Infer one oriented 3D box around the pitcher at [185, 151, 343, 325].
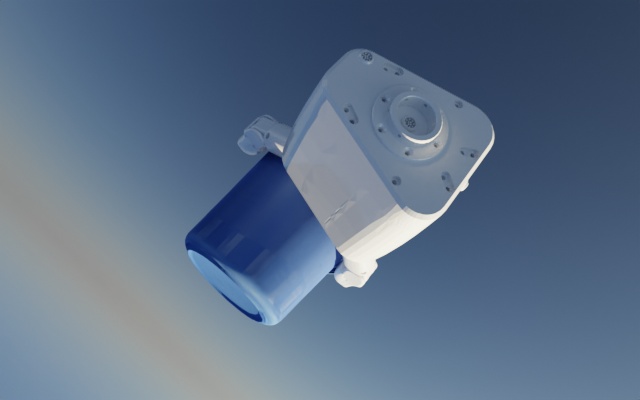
[{"bbox_3d":[0.000,0.001,0.457,0.242,0.149,0.145,-46,-2,-25],"label":"pitcher"}]
